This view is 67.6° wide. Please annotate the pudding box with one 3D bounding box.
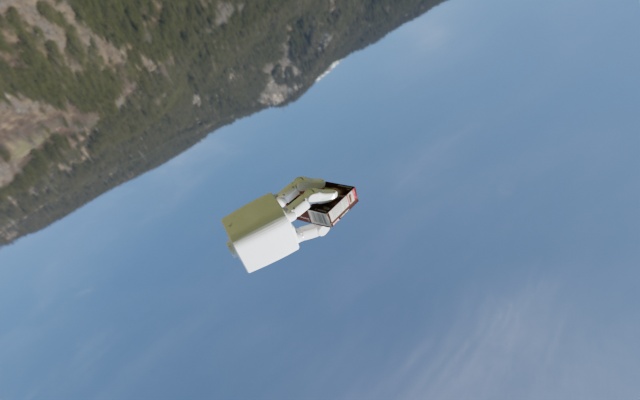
[{"bbox_3d":[0.000,0.003,0.895,0.113,0.039,0.090,14,44,38],"label":"pudding box"}]
